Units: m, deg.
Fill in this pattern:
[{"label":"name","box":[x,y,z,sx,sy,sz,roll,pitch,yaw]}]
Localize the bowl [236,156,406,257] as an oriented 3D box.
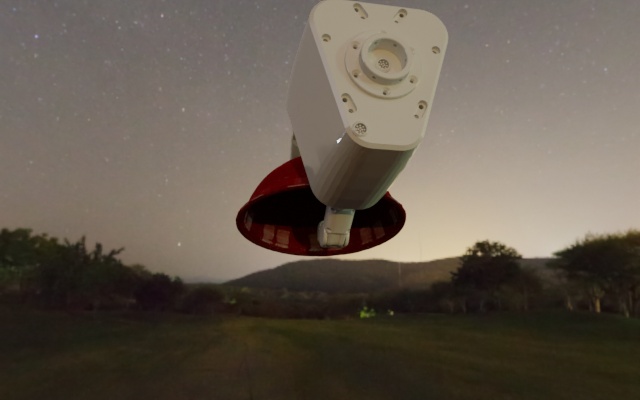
[{"label":"bowl","box":[0.000,0.002,0.470,0.162,0.055,0.162,-1,-28,-1]}]
